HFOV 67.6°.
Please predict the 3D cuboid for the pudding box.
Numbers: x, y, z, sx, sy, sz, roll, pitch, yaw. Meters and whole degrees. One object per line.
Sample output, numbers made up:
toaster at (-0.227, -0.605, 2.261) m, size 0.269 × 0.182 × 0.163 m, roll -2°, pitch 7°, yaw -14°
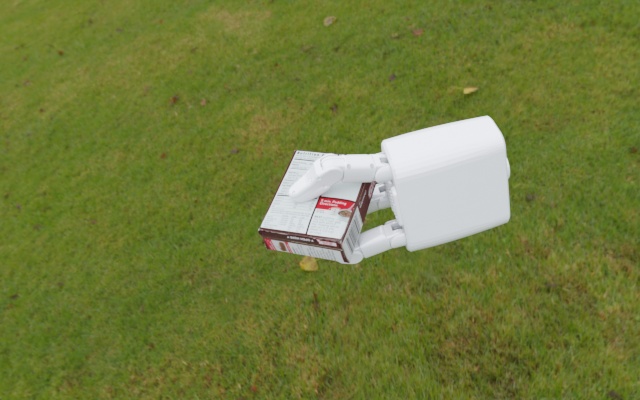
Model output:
pudding box at (0.000, 0.001, 0.483) m, size 0.090 × 0.113 × 0.039 m, roll 7°, pitch -38°, yaw 22°
